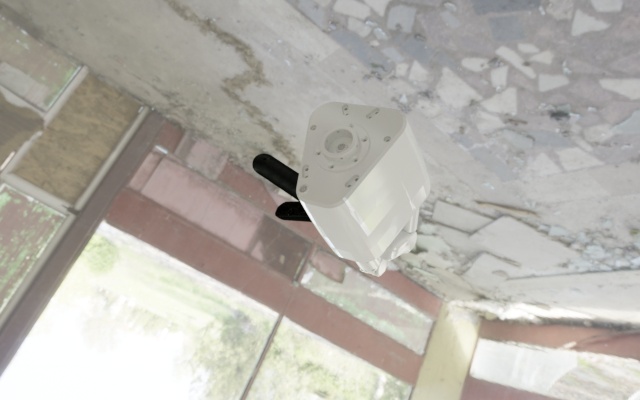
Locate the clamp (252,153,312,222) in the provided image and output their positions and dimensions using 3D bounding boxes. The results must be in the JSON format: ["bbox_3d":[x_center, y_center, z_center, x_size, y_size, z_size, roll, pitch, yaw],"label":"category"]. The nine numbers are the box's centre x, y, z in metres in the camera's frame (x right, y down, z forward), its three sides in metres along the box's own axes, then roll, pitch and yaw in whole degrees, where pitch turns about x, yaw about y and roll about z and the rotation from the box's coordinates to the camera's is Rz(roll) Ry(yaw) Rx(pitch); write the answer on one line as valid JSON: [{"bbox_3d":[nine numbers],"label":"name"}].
[{"bbox_3d":[0.000,0.002,0.538,0.171,0.039,0.120,13,-24,29],"label":"clamp"}]
